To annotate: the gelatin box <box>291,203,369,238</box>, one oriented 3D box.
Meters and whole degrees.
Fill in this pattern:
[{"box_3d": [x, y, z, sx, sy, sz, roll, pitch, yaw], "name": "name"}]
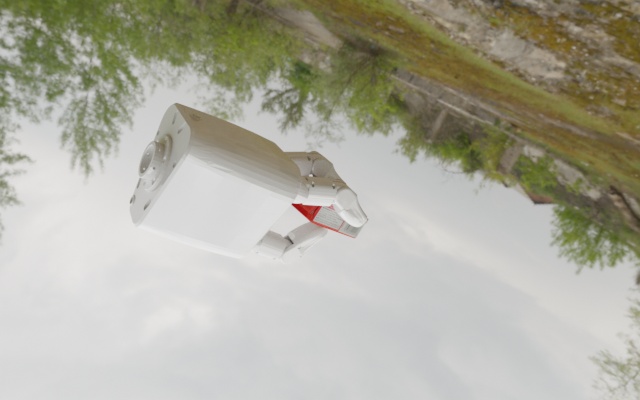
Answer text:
[{"box_3d": [0.000, 0.002, 0.516, 0.073, 0.030, 0.089, 41, 11, 38], "name": "gelatin box"}]
